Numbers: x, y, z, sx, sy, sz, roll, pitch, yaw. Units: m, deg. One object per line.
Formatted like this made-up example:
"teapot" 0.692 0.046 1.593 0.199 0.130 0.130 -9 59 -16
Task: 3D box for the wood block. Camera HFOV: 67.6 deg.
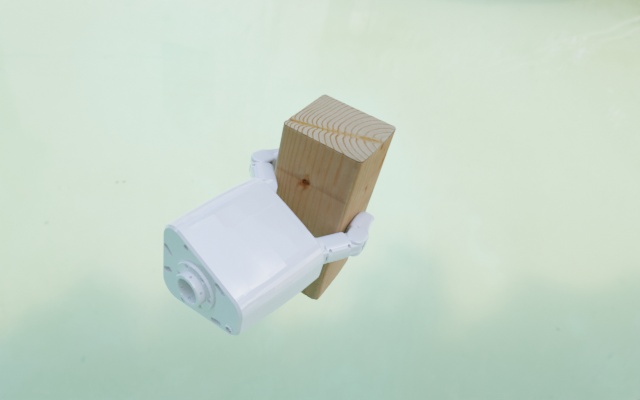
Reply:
"wood block" 0.000 0.002 0.541 0.091 0.206 0.090 28 41 15
